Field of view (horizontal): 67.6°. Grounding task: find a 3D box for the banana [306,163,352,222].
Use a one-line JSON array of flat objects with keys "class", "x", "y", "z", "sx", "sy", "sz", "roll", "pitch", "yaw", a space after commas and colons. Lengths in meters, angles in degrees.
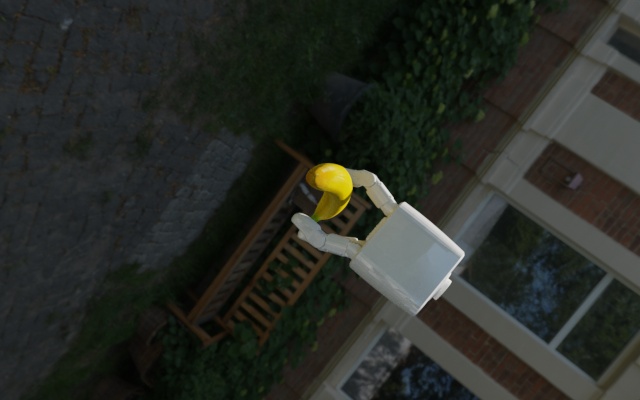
[{"class": "banana", "x": 0.013, "y": -0.010, "z": 0.623, "sx": 0.037, "sy": 0.069, "sz": 0.198, "roll": 41, "pitch": -16, "yaw": 13}]
